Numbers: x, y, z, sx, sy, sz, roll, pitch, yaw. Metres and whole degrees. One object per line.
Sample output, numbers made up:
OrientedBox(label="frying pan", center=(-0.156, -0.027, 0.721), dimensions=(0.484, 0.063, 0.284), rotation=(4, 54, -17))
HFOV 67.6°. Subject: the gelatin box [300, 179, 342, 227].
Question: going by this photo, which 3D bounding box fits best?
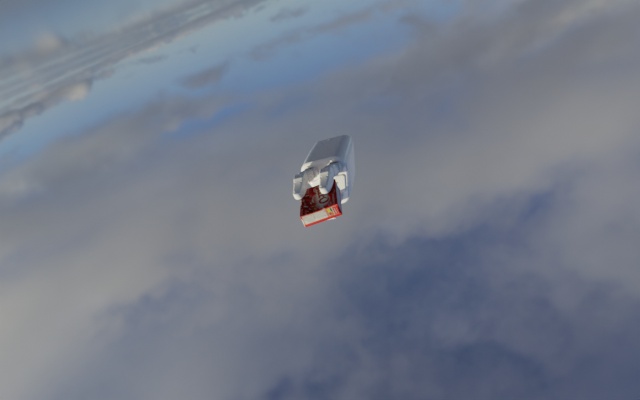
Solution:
OrientedBox(label="gelatin box", center=(0.000, 0.003, 0.886), dimensions=(0.073, 0.030, 0.089), rotation=(-19, 33, 11))
